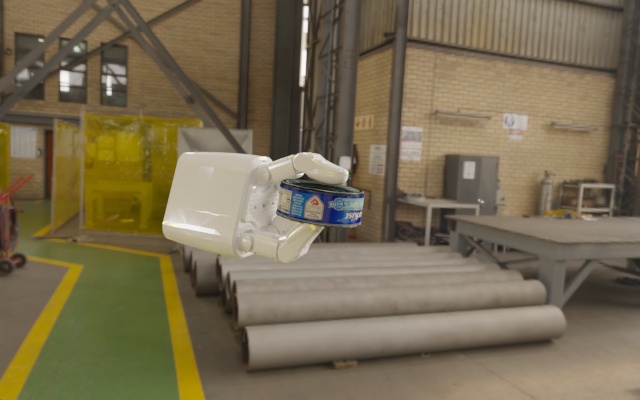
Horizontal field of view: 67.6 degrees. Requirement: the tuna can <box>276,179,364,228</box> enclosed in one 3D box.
[{"bbox_3d":[0.000,0.001,0.474,0.086,0.034,0.086,8,8,-1],"label":"tuna can"}]
